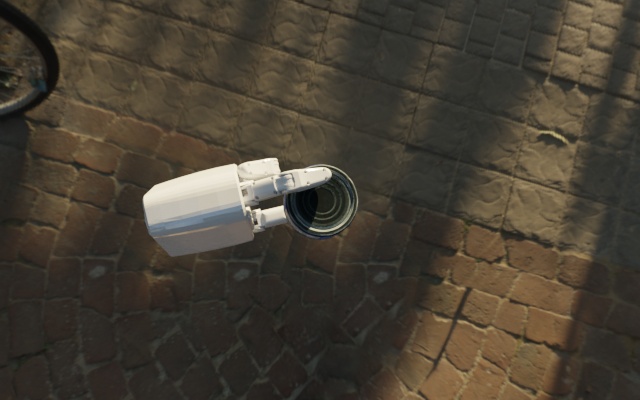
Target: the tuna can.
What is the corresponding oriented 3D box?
[{"bbox_3d":[0.000,0.002,0.557,0.086,0.086,0.034,0,-9,-8],"label":"tuna can"}]
